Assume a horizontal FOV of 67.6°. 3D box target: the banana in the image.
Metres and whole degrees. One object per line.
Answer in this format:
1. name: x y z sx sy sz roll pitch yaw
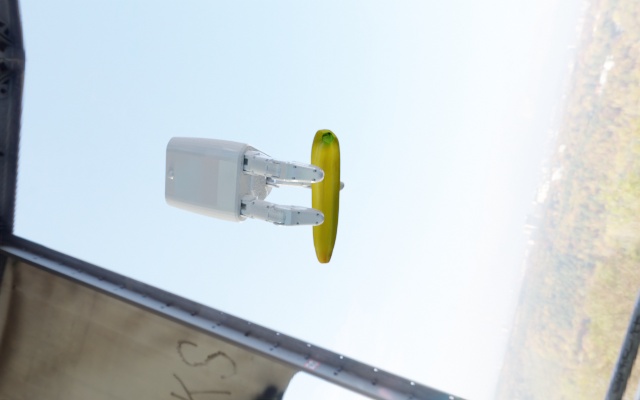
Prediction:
1. banana: 0.004 -0.012 0.591 0.037 0.198 0.069 7 38 10
